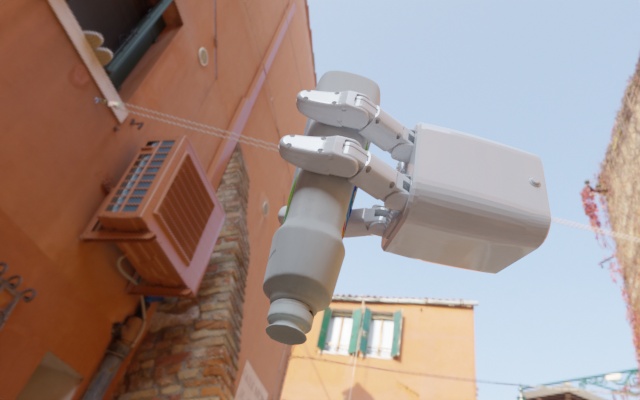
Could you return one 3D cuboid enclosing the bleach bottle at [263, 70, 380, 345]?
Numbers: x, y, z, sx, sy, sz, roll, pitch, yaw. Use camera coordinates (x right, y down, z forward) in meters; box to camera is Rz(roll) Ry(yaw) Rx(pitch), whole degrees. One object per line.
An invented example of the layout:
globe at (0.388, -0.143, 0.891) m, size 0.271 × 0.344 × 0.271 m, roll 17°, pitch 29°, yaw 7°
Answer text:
bleach bottle at (0.000, 0.001, 0.400) m, size 0.068 × 0.250 × 0.103 m, roll 14°, pitch -40°, yaw 1°
